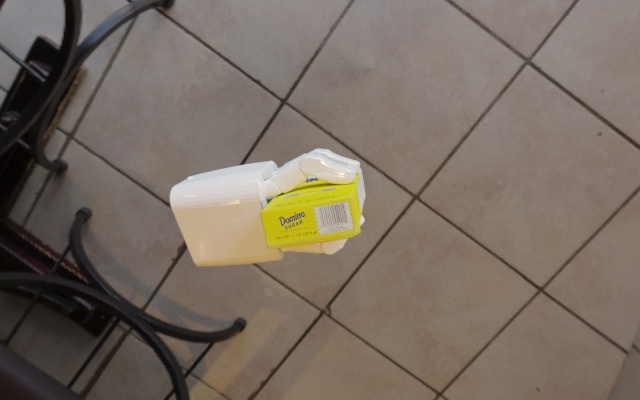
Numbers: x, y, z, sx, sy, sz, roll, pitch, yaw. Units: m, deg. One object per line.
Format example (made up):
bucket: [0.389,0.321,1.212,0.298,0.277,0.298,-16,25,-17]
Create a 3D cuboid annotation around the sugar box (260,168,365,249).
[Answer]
sugar box: [0.000,0.001,0.536,0.093,0.048,0.176,-9,14,8]
